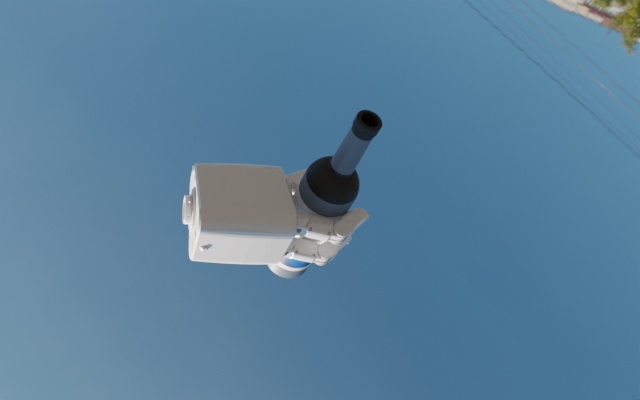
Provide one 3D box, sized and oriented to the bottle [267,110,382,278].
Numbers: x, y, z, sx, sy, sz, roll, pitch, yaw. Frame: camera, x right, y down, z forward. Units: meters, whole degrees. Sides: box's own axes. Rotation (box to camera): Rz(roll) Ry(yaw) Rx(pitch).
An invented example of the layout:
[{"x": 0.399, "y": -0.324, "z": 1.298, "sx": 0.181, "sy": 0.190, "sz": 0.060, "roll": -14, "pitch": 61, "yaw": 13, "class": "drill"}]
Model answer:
[{"x": 0.000, "y": 0.002, "z": 0.581, "sx": 0.069, "sy": 0.069, "sz": 0.296, "roll": 0, "pitch": -33, "yaw": -23, "class": "bottle"}]
